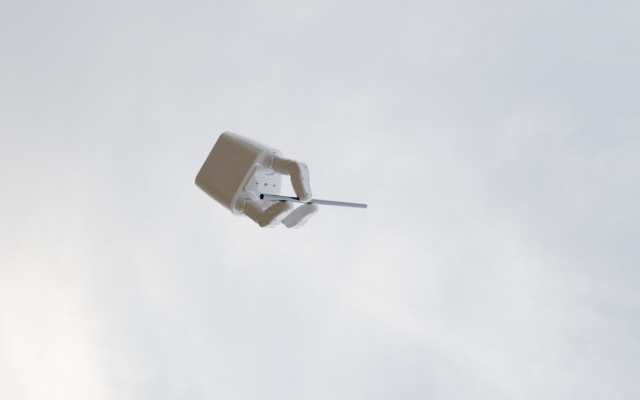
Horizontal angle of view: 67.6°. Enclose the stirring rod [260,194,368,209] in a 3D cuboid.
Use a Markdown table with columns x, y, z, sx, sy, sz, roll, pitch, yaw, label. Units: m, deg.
| x | y | z | sx | sy | sz | roll | pitch | yaw | label |
| --- | --- | --- | --- | --- | --- | --- | --- | --- | --- |
| 0.000 | 0.002 | 0.703 | 0.011 | 0.011 | 0.239 | 0 | -4 | 39 | stirring rod |
